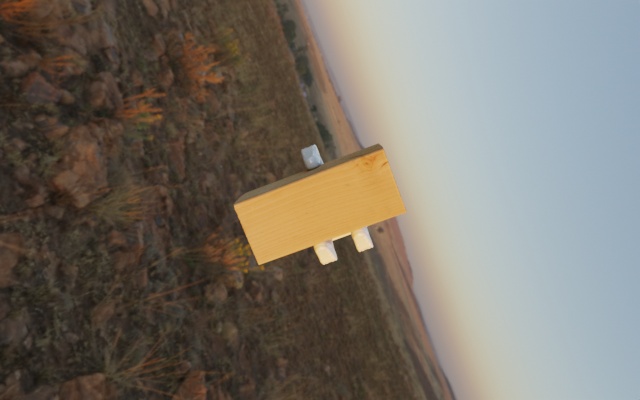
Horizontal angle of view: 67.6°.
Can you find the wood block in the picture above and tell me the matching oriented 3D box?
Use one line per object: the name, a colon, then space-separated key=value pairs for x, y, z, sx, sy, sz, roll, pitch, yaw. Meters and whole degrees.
wood block: x=0.000 y=0.002 z=0.653 sx=0.206 sy=0.091 sz=0.090 roll=-21 pitch=9 yaw=7
